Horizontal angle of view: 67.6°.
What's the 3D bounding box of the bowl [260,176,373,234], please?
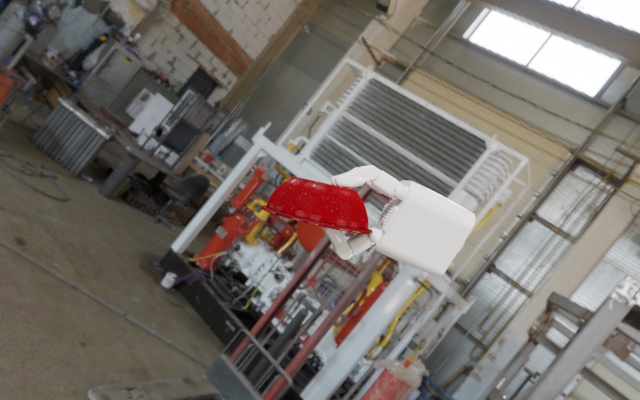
[{"bbox_3d":[-0.001,0.001,0.670,0.162,0.055,0.162,12,2,0],"label":"bowl"}]
